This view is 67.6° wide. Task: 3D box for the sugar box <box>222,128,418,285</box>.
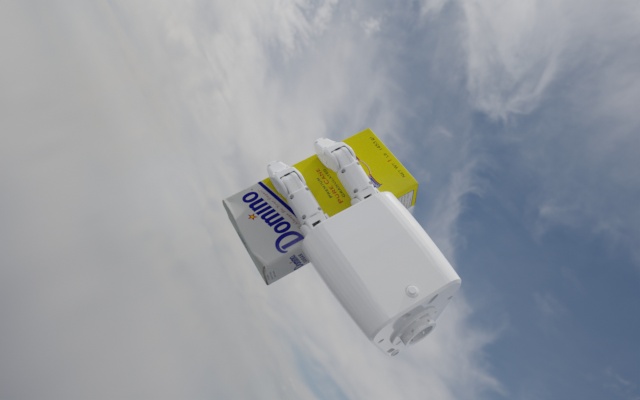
[{"bbox_3d":[0.000,0.001,0.486,0.176,0.093,0.048,-27,-32,-16],"label":"sugar box"}]
